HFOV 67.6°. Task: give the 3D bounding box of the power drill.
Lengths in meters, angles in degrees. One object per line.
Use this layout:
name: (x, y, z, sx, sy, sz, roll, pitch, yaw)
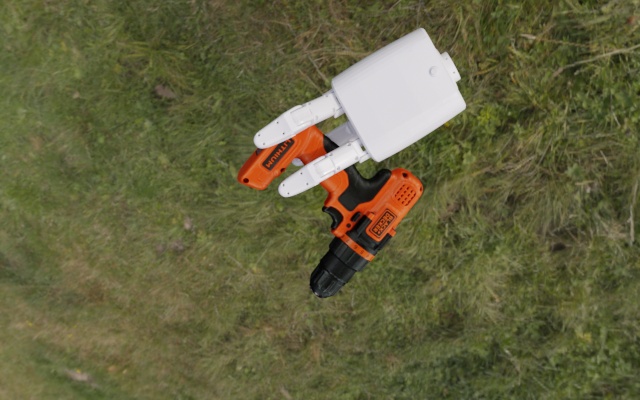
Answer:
power drill: (0.000, 0.001, 0.550, 0.188, 0.184, 0.057, 38, 3, -18)
